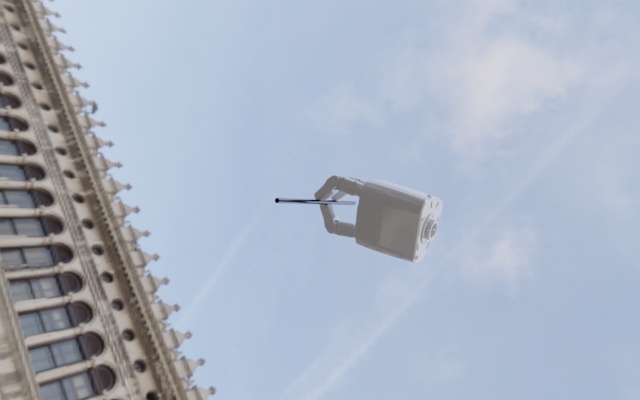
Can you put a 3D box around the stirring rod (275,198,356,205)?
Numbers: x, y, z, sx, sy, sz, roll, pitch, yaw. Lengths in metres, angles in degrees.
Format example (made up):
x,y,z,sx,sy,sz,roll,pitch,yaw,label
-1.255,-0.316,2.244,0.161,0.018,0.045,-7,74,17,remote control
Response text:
x,y,z,sx,sy,sz,roll,pitch,yaw,label
0.000,0.003,0.803,0.011,0.011,0.239,0,-1,32,stirring rod
